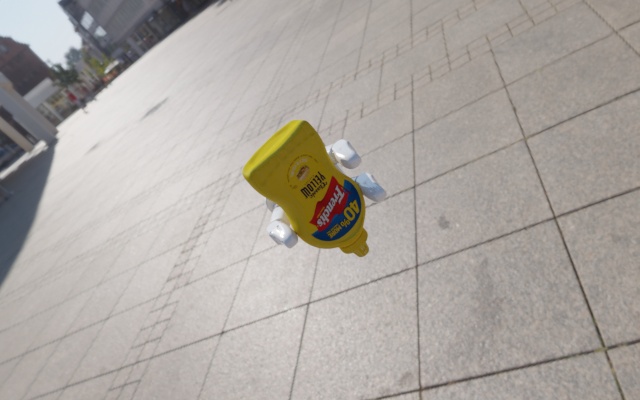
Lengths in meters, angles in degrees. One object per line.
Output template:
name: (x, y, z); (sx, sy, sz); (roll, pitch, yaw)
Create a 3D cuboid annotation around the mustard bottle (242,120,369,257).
mustard bottle: (0.000, 0.002, 0.581); (0.192, 0.096, 0.058); (50, -16, -26)
